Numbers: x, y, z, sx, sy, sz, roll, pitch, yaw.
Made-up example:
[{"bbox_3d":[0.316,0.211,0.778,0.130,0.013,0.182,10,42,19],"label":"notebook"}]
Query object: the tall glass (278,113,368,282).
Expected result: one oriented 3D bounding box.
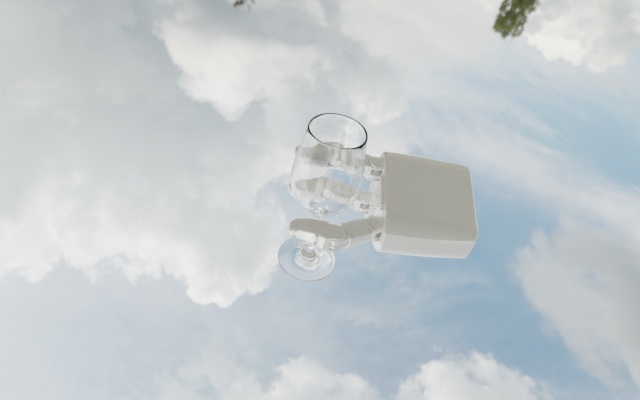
[{"bbox_3d":[0.000,0.002,0.541,0.079,0.201,0.079,7,43,-7],"label":"tall glass"}]
